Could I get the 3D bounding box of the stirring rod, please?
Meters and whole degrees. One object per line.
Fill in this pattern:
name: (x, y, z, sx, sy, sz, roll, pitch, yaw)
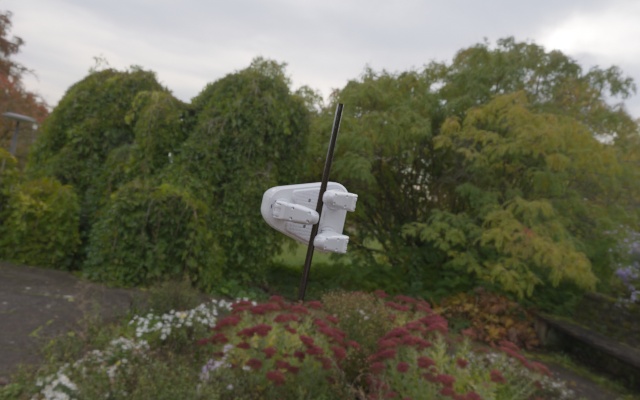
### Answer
stirring rod: (0.000, 0.002, 0.576, 0.011, 0.239, 0.011, 12, 1, 0)
